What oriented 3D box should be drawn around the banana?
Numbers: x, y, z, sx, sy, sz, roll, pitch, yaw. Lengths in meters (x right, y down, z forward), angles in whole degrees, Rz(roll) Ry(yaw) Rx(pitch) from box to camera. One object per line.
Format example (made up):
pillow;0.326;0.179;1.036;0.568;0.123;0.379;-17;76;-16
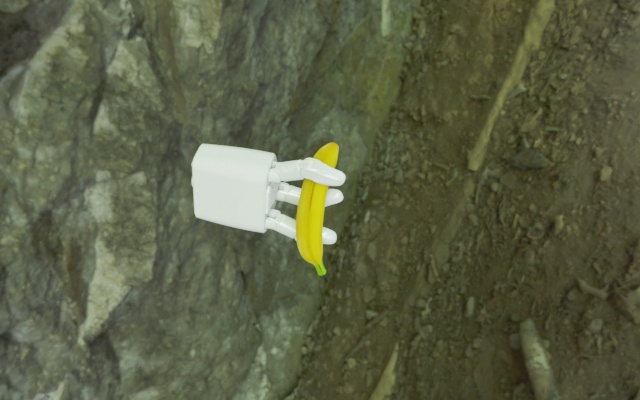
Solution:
banana;-0.005;0.000;0.662;0.037;0.197;0.070;3;-17;17
